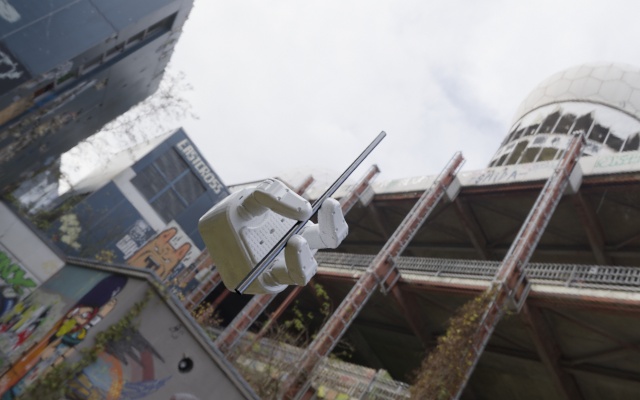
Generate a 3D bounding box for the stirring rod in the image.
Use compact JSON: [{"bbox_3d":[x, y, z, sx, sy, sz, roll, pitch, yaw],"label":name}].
[{"bbox_3d":[0.000,0.002,0.464,0.011,0.011,0.239,0,39,48],"label":"stirring rod"}]
